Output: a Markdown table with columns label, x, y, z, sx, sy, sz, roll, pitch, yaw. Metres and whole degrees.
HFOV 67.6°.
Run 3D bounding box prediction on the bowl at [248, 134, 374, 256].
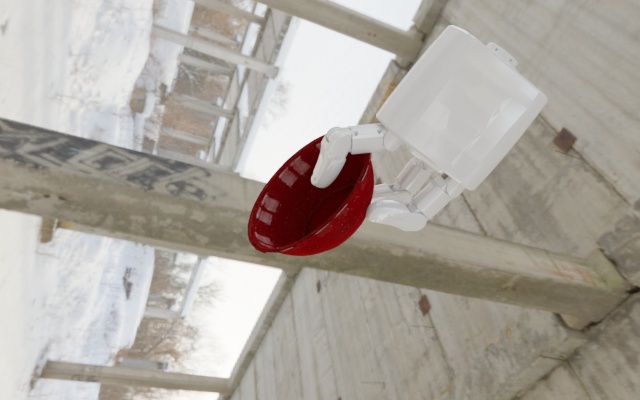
| label | x | y | z | sx | sy | sz | roll | pitch | yaw |
| --- | --- | --- | --- | --- | --- | --- | --- | --- | --- |
| bowl | -0.001 | 0.003 | 0.502 | 0.162 | 0.162 | 0.055 | 0 | -38 | 50 |
